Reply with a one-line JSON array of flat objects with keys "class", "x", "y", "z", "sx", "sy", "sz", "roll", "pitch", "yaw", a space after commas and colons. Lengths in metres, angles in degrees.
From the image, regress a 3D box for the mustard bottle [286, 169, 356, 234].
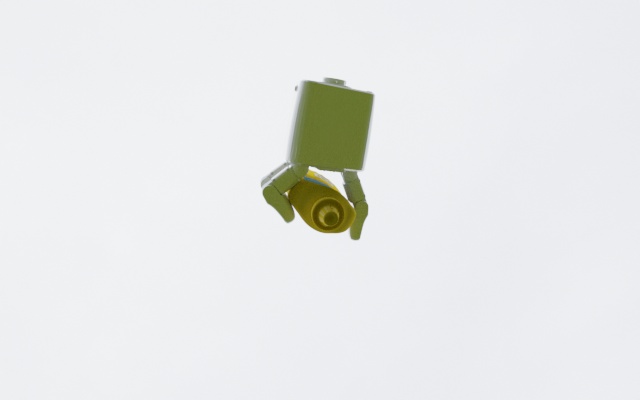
[{"class": "mustard bottle", "x": 0.000, "y": 0.002, "z": 0.652, "sx": 0.096, "sy": 0.058, "sz": 0.191, "roll": 33, "pitch": 5, "yaw": -13}]
